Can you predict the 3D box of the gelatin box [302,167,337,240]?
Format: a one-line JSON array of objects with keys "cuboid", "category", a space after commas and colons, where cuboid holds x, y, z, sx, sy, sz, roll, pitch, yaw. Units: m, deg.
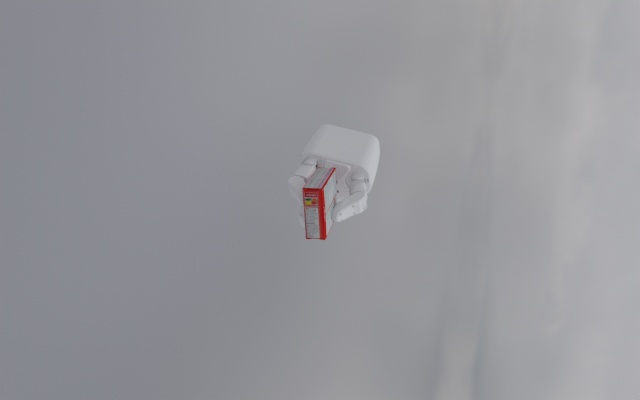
[{"cuboid": [0.000, 0.002, 0.652, 0.030, 0.073, 0.089, 2, 23, 12], "category": "gelatin box"}]
